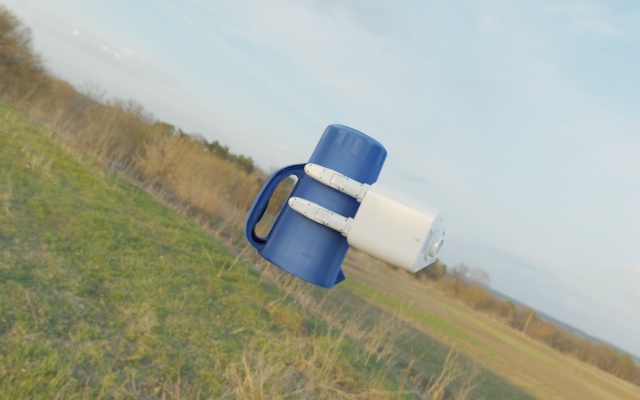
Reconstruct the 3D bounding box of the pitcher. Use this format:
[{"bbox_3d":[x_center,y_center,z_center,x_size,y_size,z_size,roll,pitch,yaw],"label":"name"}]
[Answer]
[{"bbox_3d":[0.000,0.003,0.757,0.145,0.243,0.149,25,-1,29],"label":"pitcher"}]
